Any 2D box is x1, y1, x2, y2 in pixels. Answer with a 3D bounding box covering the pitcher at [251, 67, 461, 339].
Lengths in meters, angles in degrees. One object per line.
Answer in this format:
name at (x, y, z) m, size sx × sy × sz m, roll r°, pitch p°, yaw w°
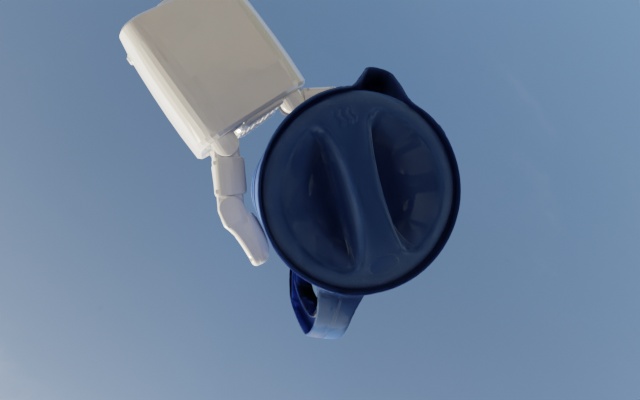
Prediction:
pitcher at (0.000, 0.001, 0.409) m, size 0.149 × 0.145 × 0.243 m, roll -36°, pitch 8°, yaw -9°
